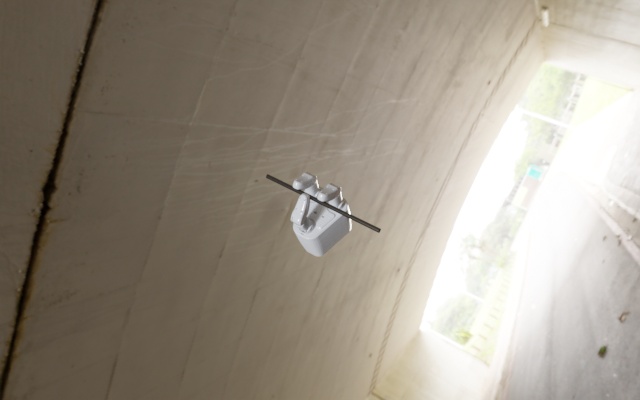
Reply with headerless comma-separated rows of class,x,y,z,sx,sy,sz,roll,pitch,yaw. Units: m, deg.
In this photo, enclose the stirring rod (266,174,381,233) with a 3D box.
stirring rod,0.000,0.003,0.853,0.239,0.011,0.011,26,10,22
